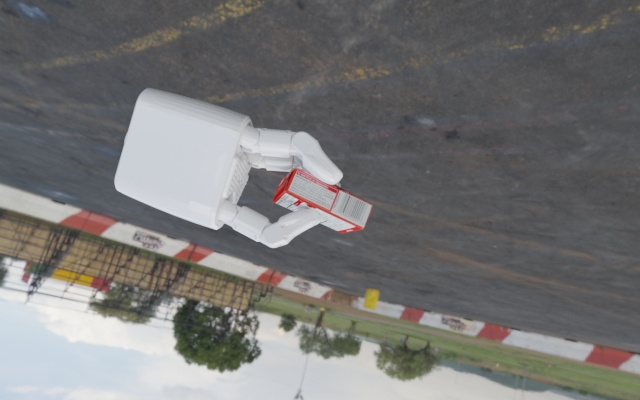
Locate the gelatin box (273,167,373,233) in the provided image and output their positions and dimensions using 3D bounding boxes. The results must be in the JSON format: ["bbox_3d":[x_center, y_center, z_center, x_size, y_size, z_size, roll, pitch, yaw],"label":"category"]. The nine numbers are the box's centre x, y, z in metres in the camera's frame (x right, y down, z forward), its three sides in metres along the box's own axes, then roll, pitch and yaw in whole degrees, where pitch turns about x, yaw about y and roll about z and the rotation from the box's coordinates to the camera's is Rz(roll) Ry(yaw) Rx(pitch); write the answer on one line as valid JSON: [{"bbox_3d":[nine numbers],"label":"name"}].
[{"bbox_3d":[0.000,0.002,0.492,0.089,0.030,0.073,26,-13,-9],"label":"gelatin box"}]
